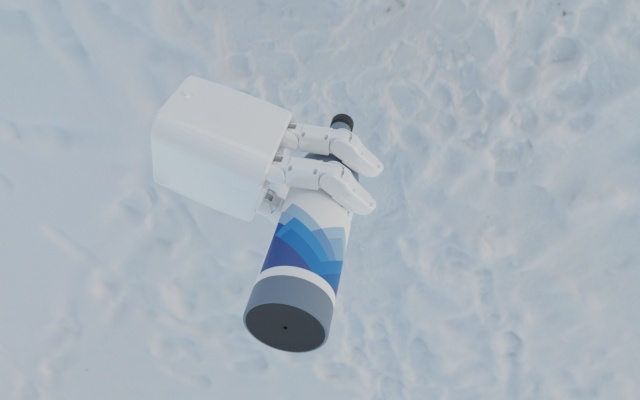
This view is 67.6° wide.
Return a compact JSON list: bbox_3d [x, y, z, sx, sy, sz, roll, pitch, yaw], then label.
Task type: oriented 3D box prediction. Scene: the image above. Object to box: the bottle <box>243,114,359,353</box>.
[{"bbox_3d":[0.000,0.002,0.468,0.069,0.069,0.295,0,40,14],"label":"bottle"}]
